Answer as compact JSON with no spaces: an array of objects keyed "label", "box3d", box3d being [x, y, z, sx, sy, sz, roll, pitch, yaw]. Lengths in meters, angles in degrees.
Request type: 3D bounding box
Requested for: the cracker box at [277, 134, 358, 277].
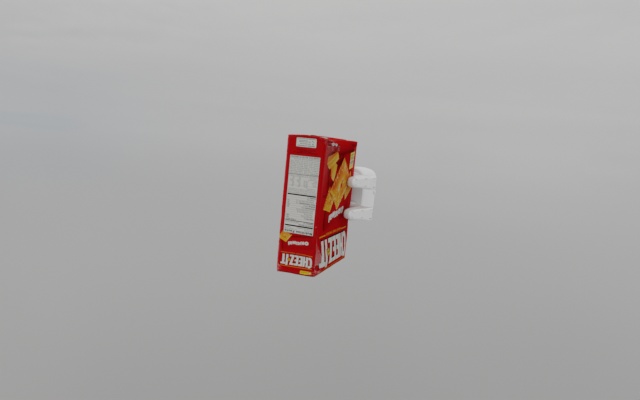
[{"label":"cracker box","box3d":[0.000,0.002,0.787,0.072,0.214,0.164,7,7,20]}]
